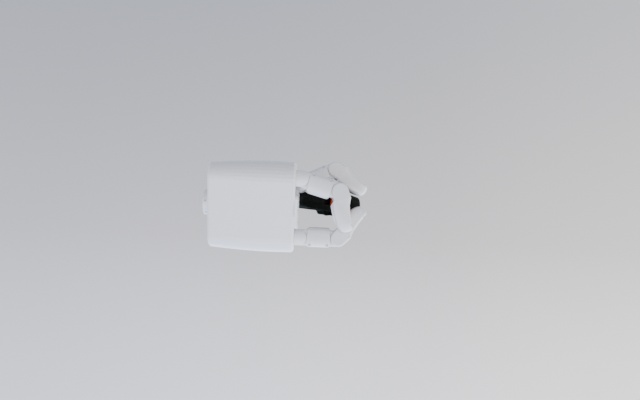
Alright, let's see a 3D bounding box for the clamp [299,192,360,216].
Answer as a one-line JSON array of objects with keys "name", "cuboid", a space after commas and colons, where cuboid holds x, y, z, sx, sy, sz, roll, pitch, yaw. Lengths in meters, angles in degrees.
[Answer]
[{"name": "clamp", "cuboid": [0.000, 0.003, 0.679, 0.120, 0.039, 0.171, 2, -4, -2]}]
